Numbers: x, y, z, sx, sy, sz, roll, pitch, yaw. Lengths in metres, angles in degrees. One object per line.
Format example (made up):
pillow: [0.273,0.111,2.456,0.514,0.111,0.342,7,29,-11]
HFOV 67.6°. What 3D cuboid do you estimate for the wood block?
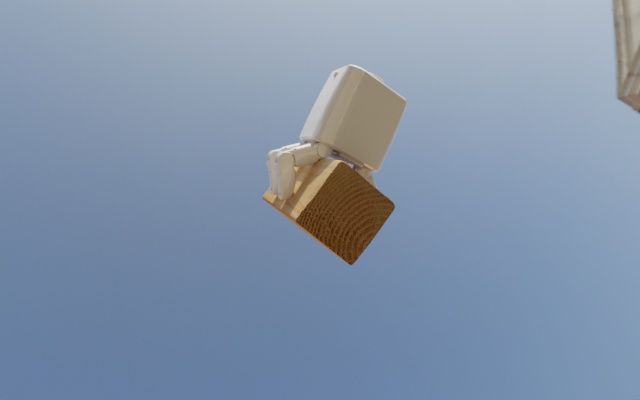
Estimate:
wood block: [0.001,0.002,0.636,0.091,0.090,0.206,38,-4,-18]
